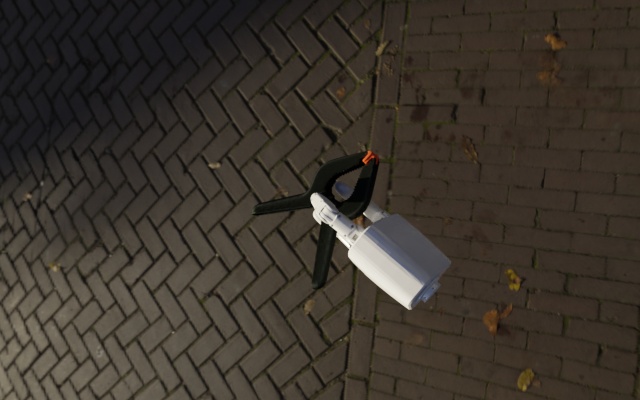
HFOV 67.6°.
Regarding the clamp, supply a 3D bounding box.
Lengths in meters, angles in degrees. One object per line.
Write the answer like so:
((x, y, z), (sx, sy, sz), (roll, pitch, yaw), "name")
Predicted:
((0.000, 0.002, 0.704), (0.164, 0.210, 0.036), (41, 12, 19), "clamp")
